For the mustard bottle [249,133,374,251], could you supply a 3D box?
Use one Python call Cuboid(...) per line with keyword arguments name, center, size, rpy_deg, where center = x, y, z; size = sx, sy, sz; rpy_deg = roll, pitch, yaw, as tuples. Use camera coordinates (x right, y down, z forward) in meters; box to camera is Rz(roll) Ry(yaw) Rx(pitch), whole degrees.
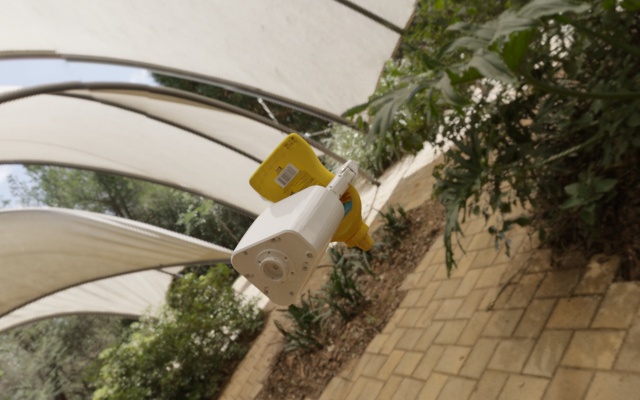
Cuboid(name="mustard bottle", center=(0.000, 0.002, 0.669), size=(0.191, 0.096, 0.058), rpy_deg=(42, 9, -6))
